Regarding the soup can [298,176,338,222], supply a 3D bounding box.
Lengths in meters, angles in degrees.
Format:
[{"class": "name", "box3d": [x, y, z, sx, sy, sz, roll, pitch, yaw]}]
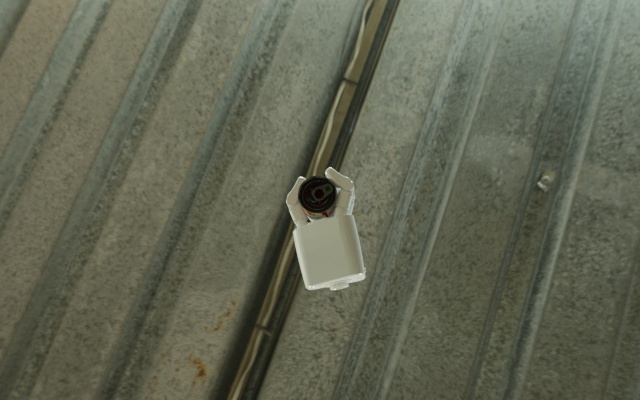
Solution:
[{"class": "soup can", "box3d": [0.000, 0.002, 0.865, 0.068, 0.068, 0.102, 0, -15, 7]}]
